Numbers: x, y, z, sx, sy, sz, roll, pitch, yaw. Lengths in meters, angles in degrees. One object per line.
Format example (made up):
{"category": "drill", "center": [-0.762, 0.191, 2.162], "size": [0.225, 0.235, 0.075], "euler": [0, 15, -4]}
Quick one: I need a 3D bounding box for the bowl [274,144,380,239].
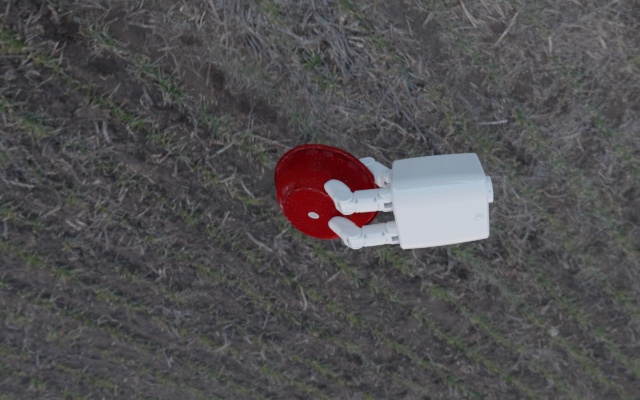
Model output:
{"category": "bowl", "center": [-0.001, 0.003, 0.667], "size": [0.162, 0.162, 0.055], "euler": [0, 40, 25]}
